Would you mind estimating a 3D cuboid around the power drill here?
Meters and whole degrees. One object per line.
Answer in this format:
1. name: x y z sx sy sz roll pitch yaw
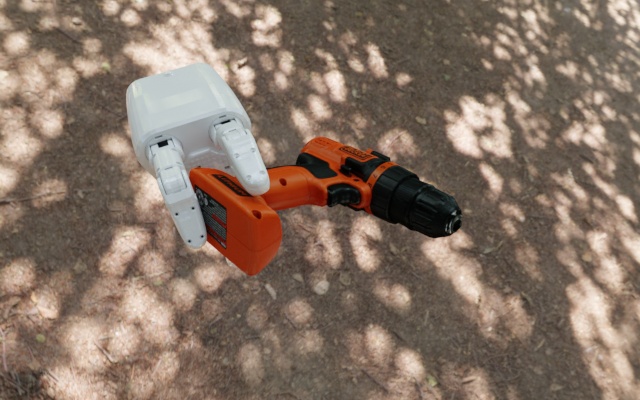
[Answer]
1. power drill: 0.000 0.001 0.405 0.187 0.057 0.184 -15 31 -40
